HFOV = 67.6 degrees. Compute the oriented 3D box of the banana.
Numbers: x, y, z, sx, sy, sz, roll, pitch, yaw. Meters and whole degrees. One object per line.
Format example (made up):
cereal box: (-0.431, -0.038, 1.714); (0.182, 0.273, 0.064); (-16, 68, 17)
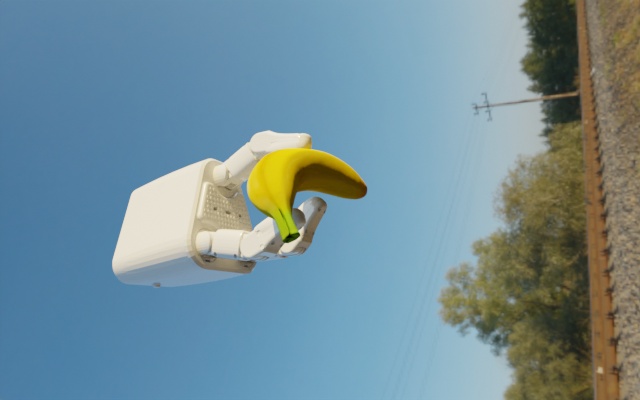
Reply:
banana: (-0.011, -0.014, 0.401); (0.037, 0.069, 0.197); (-32, -2, 24)
